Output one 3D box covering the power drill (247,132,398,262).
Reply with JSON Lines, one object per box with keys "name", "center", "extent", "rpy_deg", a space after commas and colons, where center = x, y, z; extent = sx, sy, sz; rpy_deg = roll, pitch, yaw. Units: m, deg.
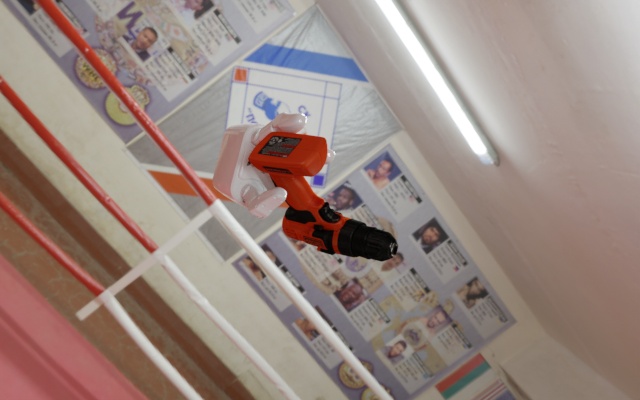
{"name": "power drill", "center": [0.000, 0.002, 0.619], "extent": [0.184, 0.057, 0.188], "rpy_deg": [10, -39, 35]}
